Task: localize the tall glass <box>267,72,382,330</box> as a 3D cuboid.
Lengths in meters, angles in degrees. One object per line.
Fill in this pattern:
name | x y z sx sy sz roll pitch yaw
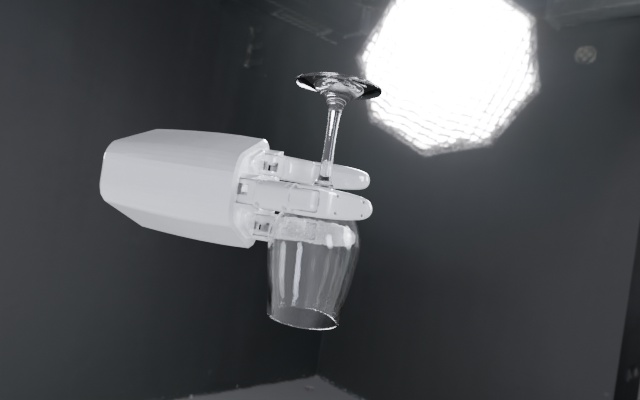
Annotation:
tall glass | 0.000 0.001 0.403 0.079 0.201 0.079 9 0 0
